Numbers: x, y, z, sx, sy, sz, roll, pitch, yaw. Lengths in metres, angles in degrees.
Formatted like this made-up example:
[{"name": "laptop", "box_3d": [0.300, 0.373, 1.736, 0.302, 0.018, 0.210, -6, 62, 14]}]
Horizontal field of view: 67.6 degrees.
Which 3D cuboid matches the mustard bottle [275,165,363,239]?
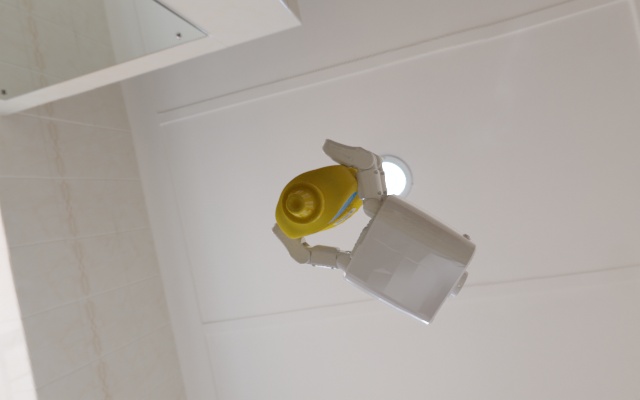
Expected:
[{"name": "mustard bottle", "box_3d": [0.000, 0.001, 0.524, 0.096, 0.058, 0.191, -38, -7, 12]}]
